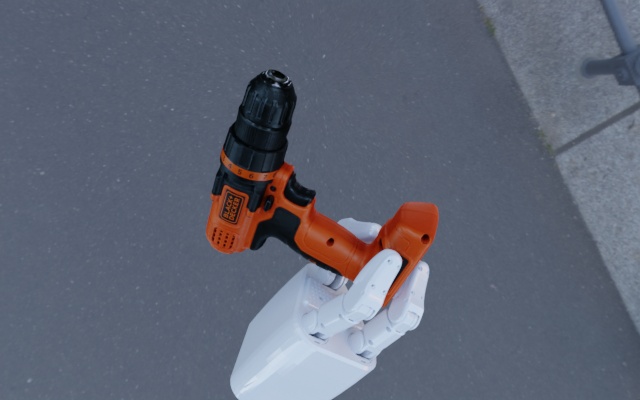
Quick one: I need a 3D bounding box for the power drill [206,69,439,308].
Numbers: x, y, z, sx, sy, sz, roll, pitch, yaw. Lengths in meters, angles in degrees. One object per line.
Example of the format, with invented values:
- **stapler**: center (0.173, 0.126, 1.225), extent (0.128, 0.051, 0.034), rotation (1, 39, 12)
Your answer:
- **power drill**: center (0.000, 0.002, 0.409), extent (0.187, 0.184, 0.057), rotation (26, 39, 1)
